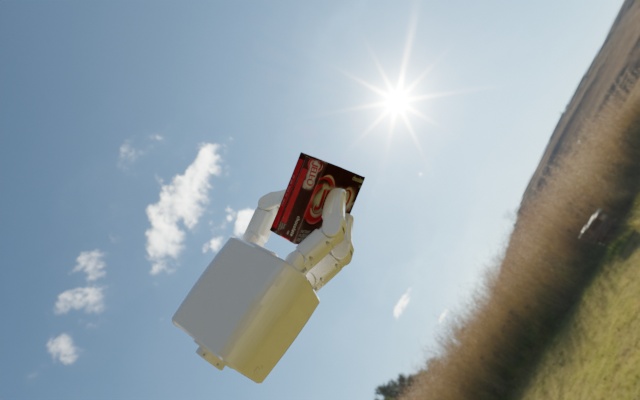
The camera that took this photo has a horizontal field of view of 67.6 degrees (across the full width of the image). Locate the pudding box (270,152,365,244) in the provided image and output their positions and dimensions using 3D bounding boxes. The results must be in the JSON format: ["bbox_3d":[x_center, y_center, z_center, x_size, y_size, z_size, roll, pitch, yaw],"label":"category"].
[{"bbox_3d":[0.000,0.002,0.531,0.039,0.090,0.113,25,6,24],"label":"pudding box"}]
